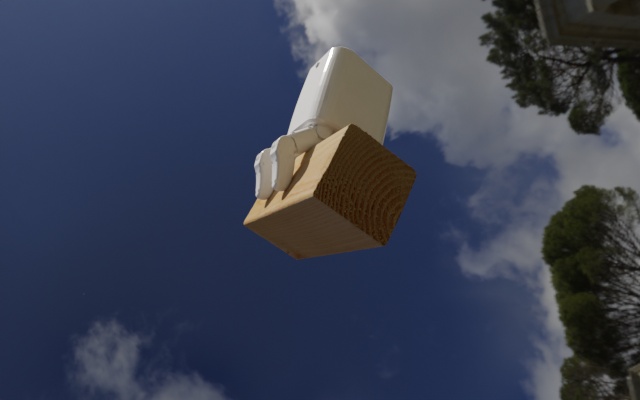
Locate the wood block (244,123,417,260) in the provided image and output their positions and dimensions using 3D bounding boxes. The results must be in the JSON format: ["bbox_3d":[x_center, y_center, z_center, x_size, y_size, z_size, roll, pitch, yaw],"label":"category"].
[{"bbox_3d":[0.000,0.002,0.542,0.091,0.090,0.206,34,-23,-17],"label":"wood block"}]
